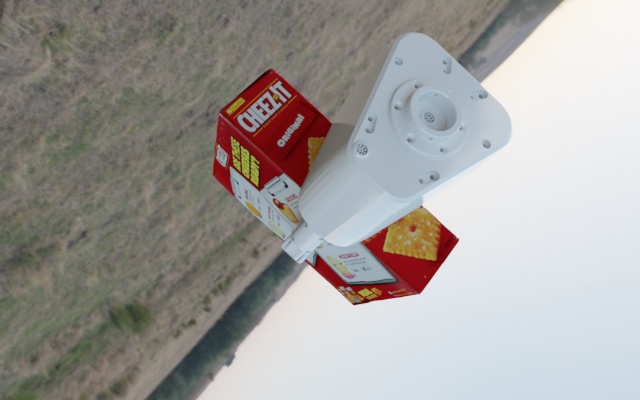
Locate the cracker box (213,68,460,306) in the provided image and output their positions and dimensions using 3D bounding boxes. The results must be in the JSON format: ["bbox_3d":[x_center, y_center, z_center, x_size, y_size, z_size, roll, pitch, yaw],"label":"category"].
[{"bbox_3d":[0.000,0.002,0.455,0.213,0.072,0.164,43,-21,0],"label":"cracker box"}]
